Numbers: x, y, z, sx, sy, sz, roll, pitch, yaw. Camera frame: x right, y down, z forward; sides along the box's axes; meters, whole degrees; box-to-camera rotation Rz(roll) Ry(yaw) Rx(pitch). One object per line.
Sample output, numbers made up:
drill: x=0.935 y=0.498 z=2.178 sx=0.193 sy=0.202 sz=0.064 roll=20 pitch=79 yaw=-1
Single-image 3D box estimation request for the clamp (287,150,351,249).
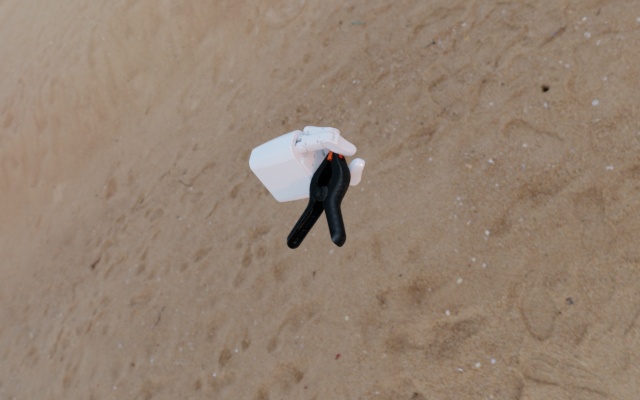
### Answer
clamp: x=0.000 y=0.002 z=0.758 sx=0.120 sy=0.171 sz=0.039 roll=-14 pitch=-37 yaw=36
